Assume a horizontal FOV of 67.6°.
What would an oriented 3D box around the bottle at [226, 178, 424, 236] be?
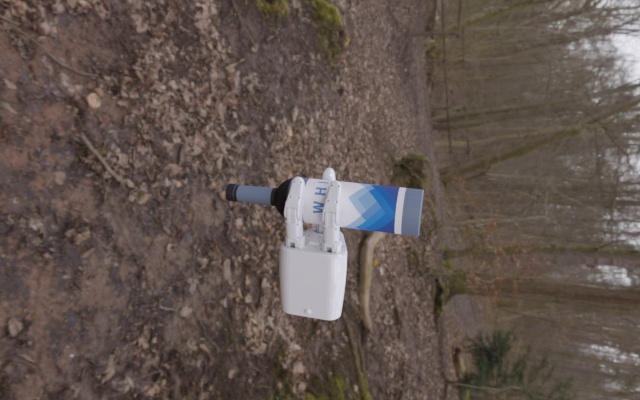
[{"bbox_3d":[0.000,0.002,0.708,0.295,0.069,0.069,6,1,13],"label":"bottle"}]
